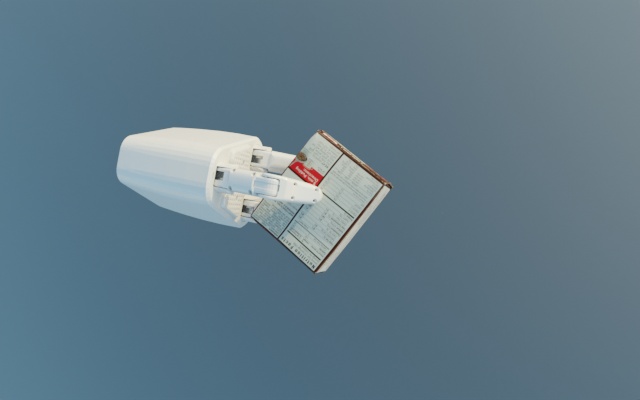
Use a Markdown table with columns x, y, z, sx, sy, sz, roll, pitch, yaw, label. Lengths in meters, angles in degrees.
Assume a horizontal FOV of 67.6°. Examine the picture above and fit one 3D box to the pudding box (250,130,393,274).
| x | y | z | sx | sy | sz | roll | pitch | yaw | label |
| --- | --- | --- | --- | --- | --- | --- | --- | --- | --- |
| 0.000 | 0.001 | 0.467 | 0.090 | 0.113 | 0.039 | 40 | 9 | 14 | pudding box |
